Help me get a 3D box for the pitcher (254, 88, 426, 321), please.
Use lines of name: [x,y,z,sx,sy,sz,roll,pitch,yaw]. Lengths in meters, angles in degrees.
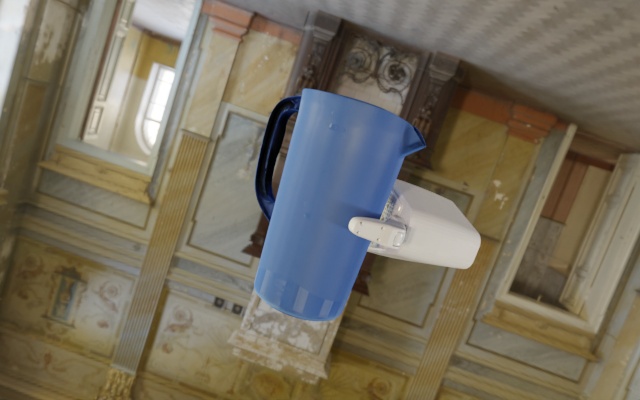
pitcher: [0.000,0.002,0.545,0.145,0.243,0.149,16,8,-21]
